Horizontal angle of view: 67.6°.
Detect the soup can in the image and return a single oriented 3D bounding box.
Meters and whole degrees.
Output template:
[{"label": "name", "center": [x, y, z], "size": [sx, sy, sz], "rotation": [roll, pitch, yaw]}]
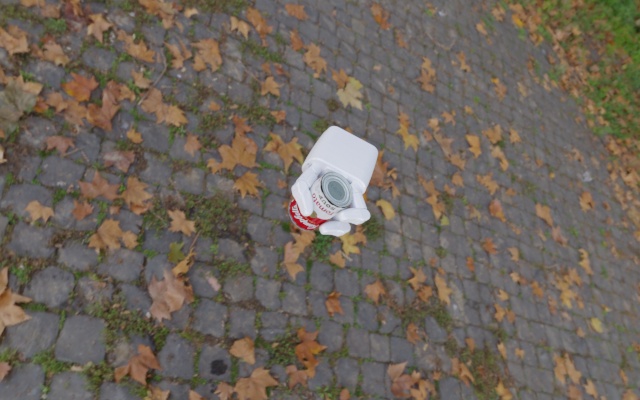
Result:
[{"label": "soup can", "center": [0.000, 0.003, 0.822], "size": [0.068, 0.068, 0.102], "rotation": [0, -25, -39]}]
